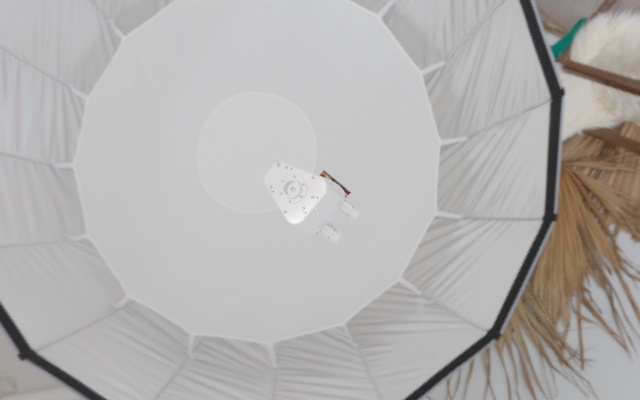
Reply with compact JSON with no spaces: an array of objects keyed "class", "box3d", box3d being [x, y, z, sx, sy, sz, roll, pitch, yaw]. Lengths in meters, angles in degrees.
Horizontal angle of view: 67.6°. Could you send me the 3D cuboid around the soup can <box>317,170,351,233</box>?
[{"class":"soup can","box3d":[0.000,0.003,0.899,0.068,0.102,0.068,39,4,-3]}]
